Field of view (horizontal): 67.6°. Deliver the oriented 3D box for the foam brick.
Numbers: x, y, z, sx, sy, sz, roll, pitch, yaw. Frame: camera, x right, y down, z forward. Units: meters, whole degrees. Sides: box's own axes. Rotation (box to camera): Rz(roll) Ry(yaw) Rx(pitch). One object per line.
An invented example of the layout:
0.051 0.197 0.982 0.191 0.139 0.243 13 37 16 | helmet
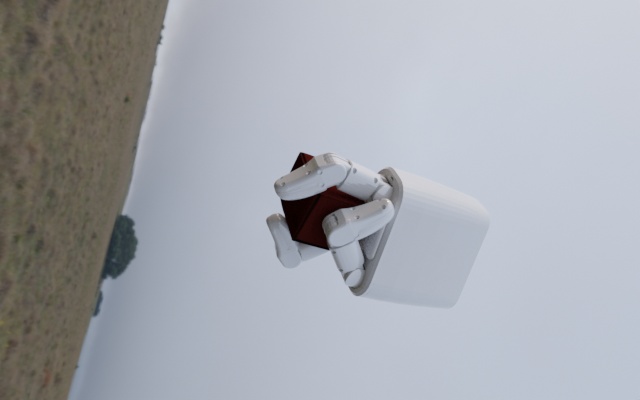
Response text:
0.000 0.001 0.439 0.051 0.053 0.078 17 28 -24 | foam brick
